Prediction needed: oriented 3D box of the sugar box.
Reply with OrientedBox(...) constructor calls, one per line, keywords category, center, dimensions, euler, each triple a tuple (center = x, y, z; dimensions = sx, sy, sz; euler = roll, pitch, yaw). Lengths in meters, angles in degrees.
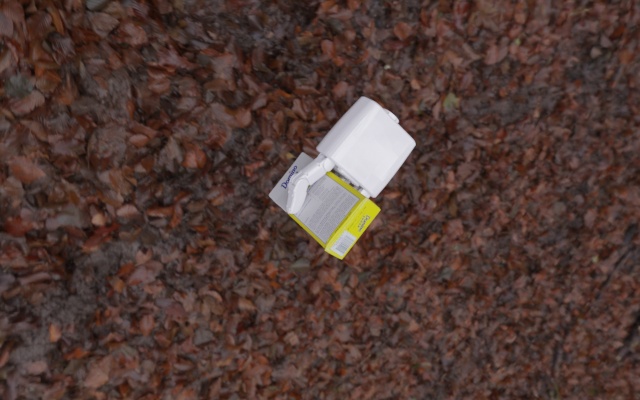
OrientedBox(category="sugar box", center=(0.001, 0.003, 0.719), dimensions=(0.048, 0.093, 0.176), euler=(37, 2, -40))
